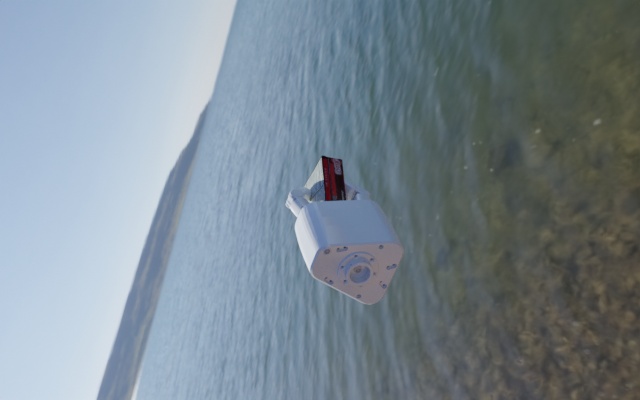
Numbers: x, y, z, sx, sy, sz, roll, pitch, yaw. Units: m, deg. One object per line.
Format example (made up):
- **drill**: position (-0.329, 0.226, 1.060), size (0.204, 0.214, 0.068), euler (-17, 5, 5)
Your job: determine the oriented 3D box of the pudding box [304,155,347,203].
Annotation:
- **pudding box**: position (0.000, 0.002, 0.716), size (0.039, 0.090, 0.113), euler (13, -40, -20)
